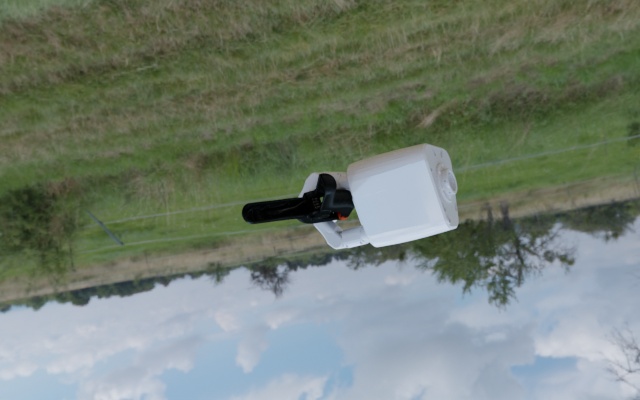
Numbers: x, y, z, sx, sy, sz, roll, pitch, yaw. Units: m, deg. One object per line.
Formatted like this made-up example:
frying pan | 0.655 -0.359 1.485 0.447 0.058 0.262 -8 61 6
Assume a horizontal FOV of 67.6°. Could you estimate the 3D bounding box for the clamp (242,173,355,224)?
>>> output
clamp | 0.000 0.003 0.588 0.120 0.039 0.171 -17 -10 33
